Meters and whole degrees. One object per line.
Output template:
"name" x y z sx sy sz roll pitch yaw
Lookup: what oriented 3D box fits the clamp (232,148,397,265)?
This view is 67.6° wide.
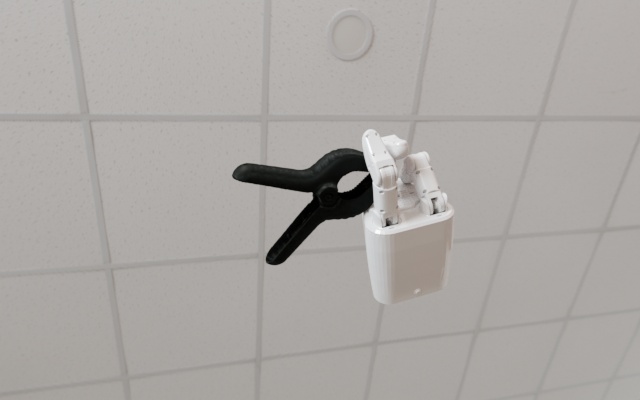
"clamp" 0.000 0.001 0.511 0.171 0.120 0.039 -13 32 -11
